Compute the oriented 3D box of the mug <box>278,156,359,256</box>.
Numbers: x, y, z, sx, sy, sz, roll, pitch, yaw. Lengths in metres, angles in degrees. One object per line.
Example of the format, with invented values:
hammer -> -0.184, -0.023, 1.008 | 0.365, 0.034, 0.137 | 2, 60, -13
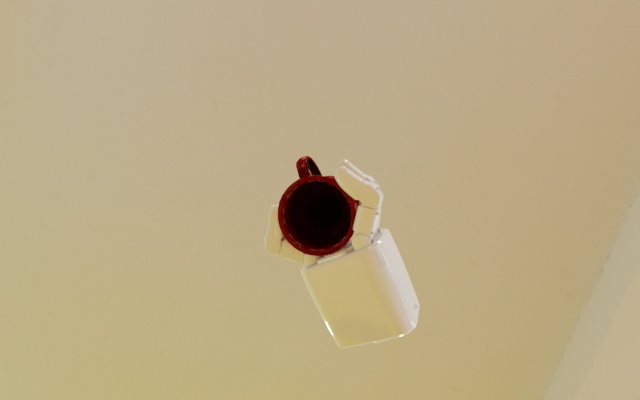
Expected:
mug -> -0.001, 0.001, 0.579 | 0.093, 0.117, 0.081 | -23, 1, 16
